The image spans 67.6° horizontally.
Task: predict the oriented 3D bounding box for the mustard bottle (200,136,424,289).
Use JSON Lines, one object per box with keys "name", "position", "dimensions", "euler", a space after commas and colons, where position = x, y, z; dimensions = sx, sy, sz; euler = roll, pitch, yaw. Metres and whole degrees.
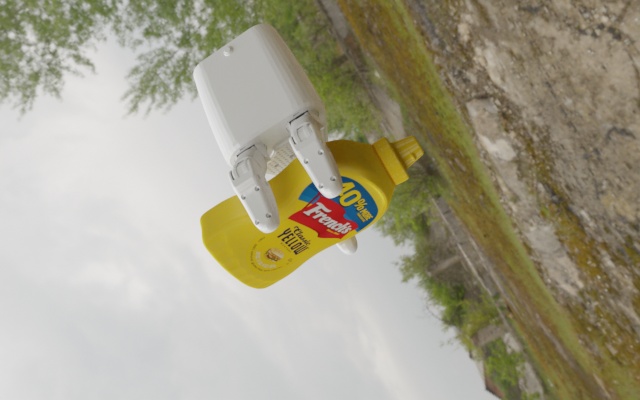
{"name": "mustard bottle", "position": [0.000, 0.002, 0.410], "dimensions": [0.191, 0.058, 0.096], "euler": [-31, -47, 9]}
